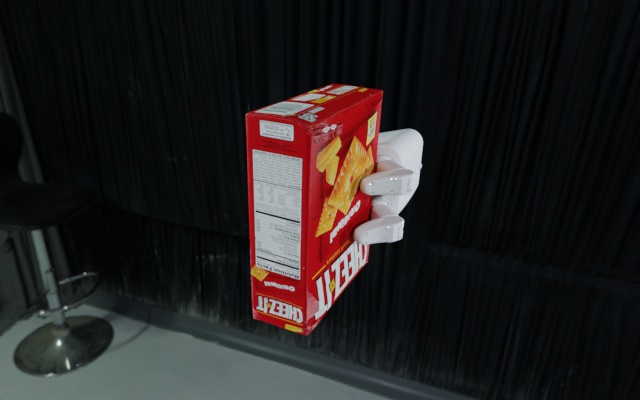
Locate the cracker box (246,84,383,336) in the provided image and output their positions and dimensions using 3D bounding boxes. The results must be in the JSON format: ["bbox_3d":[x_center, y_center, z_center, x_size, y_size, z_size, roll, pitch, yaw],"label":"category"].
[{"bbox_3d":[0.000,0.001,0.492,0.072,0.214,0.164,13,26,24],"label":"cracker box"}]
